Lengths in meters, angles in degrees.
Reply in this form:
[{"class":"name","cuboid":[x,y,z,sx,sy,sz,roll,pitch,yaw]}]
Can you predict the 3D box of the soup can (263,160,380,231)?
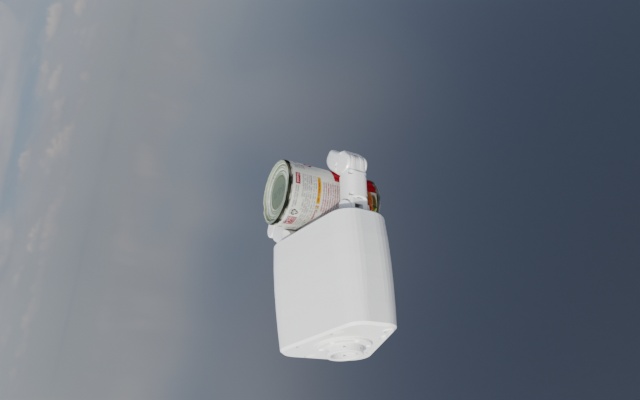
[{"class":"soup can","cuboid":[0.000,0.001,0.489,0.102,0.068,0.068,13,-5,-25]}]
